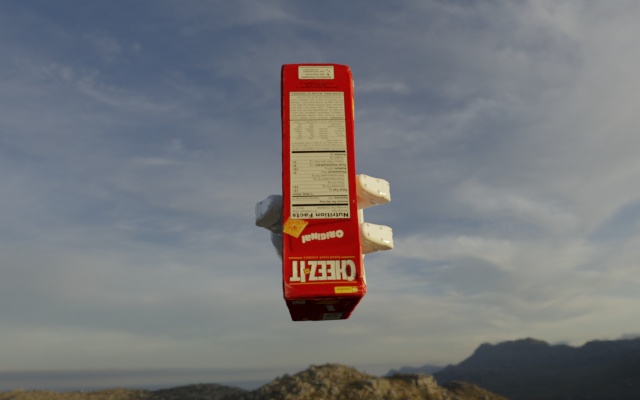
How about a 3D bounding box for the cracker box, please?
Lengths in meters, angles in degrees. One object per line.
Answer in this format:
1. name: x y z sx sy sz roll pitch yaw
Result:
1. cracker box: 0.000 0.001 0.471 0.072 0.213 0.164 -2 -20 -1
